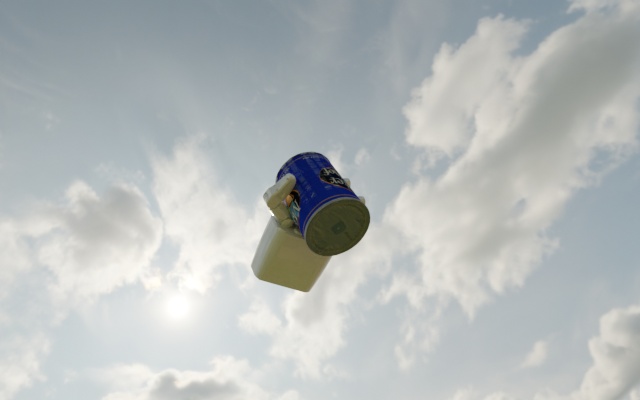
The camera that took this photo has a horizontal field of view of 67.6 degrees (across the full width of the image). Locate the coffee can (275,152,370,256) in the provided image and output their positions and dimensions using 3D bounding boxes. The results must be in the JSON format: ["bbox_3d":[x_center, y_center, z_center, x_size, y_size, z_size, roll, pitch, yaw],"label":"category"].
[{"bbox_3d":[0.000,0.002,0.738,0.103,0.103,0.140,0,34,-27],"label":"coffee can"}]
